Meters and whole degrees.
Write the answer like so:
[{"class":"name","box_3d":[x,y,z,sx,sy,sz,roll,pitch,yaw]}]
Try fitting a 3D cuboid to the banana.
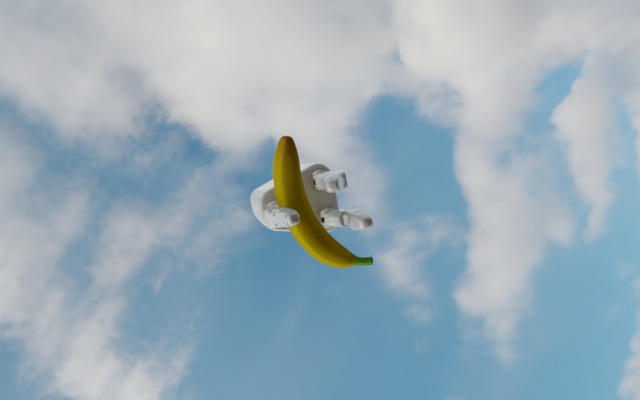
[{"class":"banana","box_3d":[-0.014,0.015,0.605,0.069,0.198,0.037,-34,11,3]}]
